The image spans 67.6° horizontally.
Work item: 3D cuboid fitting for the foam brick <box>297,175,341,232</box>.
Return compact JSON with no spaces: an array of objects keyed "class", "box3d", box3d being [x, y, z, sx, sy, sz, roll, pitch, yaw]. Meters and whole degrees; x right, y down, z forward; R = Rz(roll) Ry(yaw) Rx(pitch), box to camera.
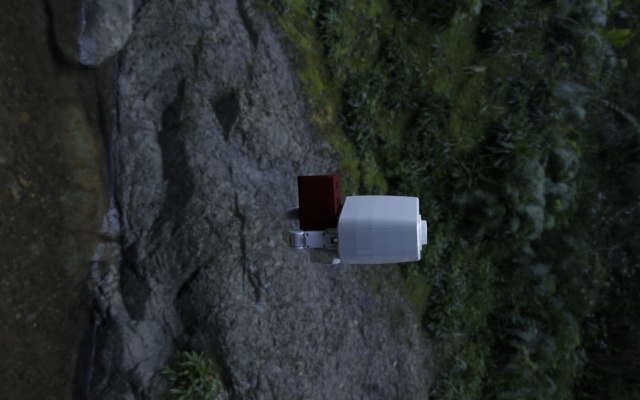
[{"class":"foam brick","box3d":[0.000,0.002,0.672,0.051,0.078,0.053,-2,6,13]}]
